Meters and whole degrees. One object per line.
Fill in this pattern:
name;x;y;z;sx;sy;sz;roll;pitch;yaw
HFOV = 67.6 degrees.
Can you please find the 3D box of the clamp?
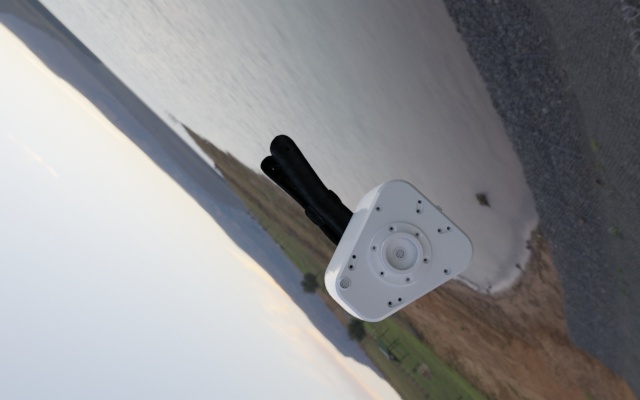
clamp;0.000;0.002;0.496;0.171;0.039;0.120;43;-7;4
